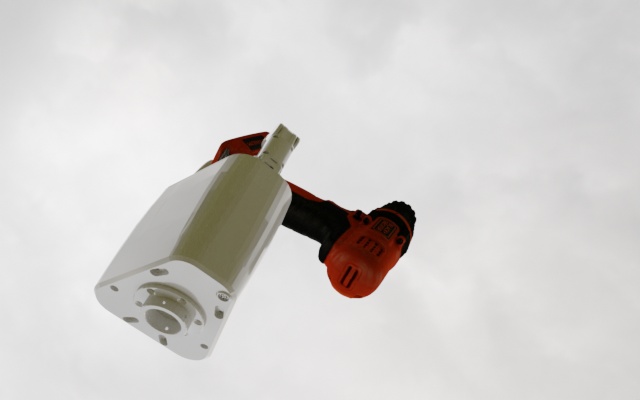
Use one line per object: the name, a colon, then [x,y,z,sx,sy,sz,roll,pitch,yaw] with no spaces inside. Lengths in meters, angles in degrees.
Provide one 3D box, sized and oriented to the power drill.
power drill: [0.000,0.001,0.458,0.187,0.057,0.184,30,21,12]
